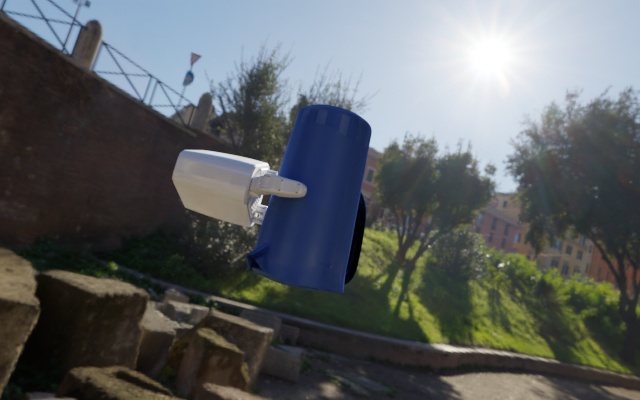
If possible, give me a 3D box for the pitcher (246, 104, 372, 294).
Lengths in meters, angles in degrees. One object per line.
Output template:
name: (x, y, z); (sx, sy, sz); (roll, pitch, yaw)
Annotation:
pitcher: (0.000, 0.002, 0.663); (0.145, 0.243, 0.149); (14, -8, 4)
